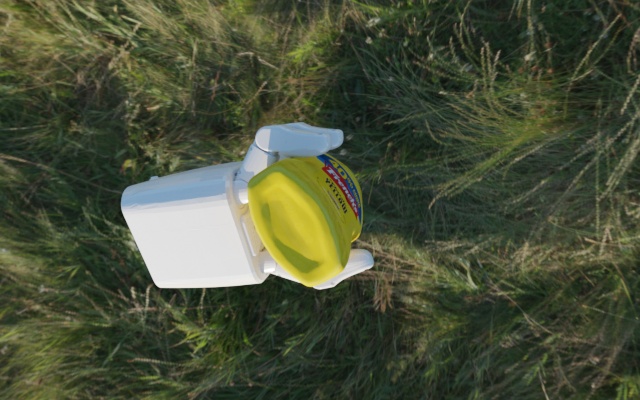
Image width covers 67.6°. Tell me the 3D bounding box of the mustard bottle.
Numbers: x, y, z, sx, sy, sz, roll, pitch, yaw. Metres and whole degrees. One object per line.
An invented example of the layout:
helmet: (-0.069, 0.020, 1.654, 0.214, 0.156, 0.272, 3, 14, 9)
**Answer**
mustard bottle: (0.000, 0.001, 0.436, 0.058, 0.096, 0.191, -31, 3, 16)
